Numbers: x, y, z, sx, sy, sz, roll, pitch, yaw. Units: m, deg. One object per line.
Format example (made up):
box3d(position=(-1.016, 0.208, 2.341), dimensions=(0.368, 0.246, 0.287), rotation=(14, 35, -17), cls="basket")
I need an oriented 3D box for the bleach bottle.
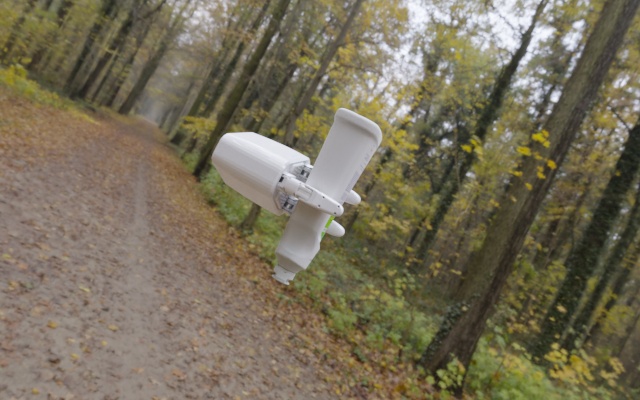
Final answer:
box3d(position=(0.000, 0.002, 0.673), dimensions=(0.068, 0.251, 0.102), rotation=(28, 0, 12), cls="bleach bottle")
